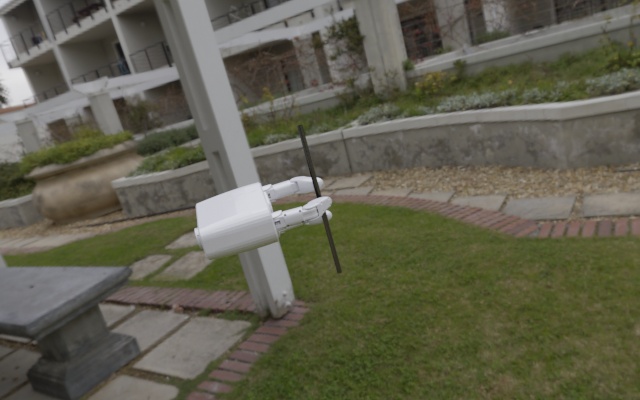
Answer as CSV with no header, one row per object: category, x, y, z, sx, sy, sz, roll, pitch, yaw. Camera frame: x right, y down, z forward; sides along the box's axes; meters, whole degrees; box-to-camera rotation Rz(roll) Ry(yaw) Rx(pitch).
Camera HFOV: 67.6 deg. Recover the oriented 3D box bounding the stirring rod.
stirring rod,0.000,0.003,0.729,0.011,0.239,0.011,-14,15,4
